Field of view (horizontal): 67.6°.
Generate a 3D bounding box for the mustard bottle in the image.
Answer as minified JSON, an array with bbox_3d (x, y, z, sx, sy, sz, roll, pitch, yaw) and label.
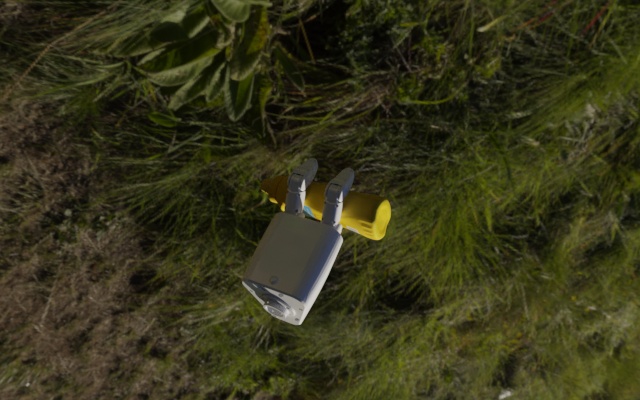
[{"bbox_3d":[0.000,0.002,0.683,0.191,0.058,0.096,16,-8,20],"label":"mustard bottle"}]
